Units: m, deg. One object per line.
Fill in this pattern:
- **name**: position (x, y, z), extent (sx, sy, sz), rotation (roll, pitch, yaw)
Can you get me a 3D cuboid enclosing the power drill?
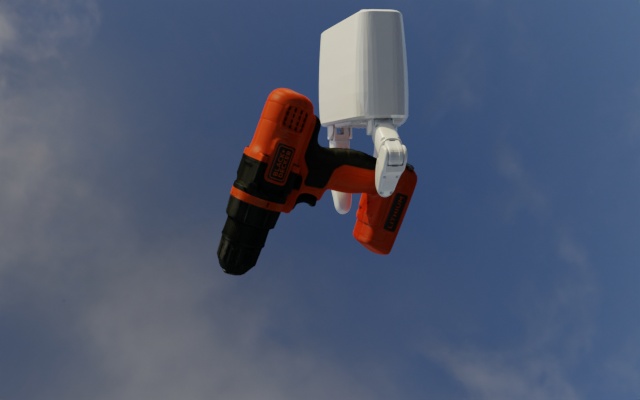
- **power drill**: position (0.001, 0.001, 0.489), extent (0.188, 0.184, 0.057), rotation (17, 8, -33)
